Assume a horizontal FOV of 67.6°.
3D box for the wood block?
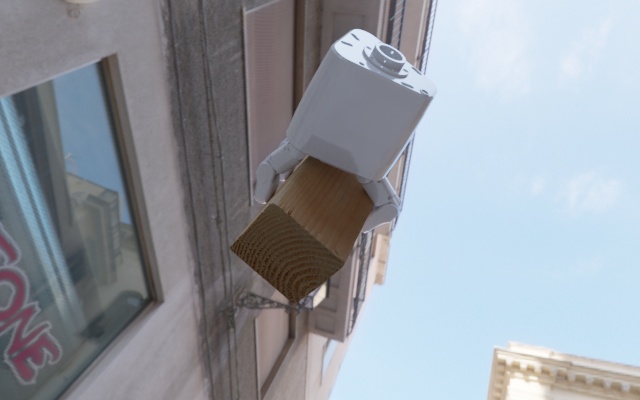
[{"bbox_3d":[0.001,0.002,0.536,0.090,0.091,0.206,-44,7,37],"label":"wood block"}]
